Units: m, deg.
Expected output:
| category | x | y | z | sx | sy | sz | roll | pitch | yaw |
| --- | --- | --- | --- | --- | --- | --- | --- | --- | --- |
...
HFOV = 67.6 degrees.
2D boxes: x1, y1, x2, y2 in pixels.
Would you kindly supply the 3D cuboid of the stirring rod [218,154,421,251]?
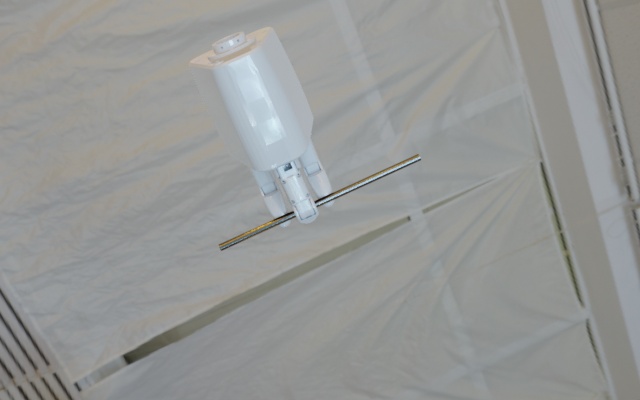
| category | x | y | z | sx | sy | sz | roll | pitch | yaw |
| --- | --- | --- | --- | --- | --- | --- | --- | --- | --- |
| stirring rod | 0.000 | 0.002 | 0.524 | 0.239 | 0.011 | 0.011 | -24 | 1 | -2 |
